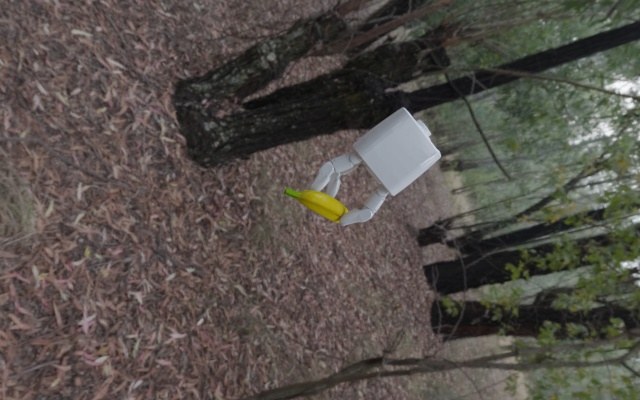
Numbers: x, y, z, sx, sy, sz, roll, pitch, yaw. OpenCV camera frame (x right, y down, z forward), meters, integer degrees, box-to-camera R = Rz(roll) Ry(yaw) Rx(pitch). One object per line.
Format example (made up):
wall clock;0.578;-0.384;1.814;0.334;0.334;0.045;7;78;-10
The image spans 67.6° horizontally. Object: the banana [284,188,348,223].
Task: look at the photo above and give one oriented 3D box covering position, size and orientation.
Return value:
banana;0.013;0.011;0.845;0.069;0.037;0.198;32;1;28
